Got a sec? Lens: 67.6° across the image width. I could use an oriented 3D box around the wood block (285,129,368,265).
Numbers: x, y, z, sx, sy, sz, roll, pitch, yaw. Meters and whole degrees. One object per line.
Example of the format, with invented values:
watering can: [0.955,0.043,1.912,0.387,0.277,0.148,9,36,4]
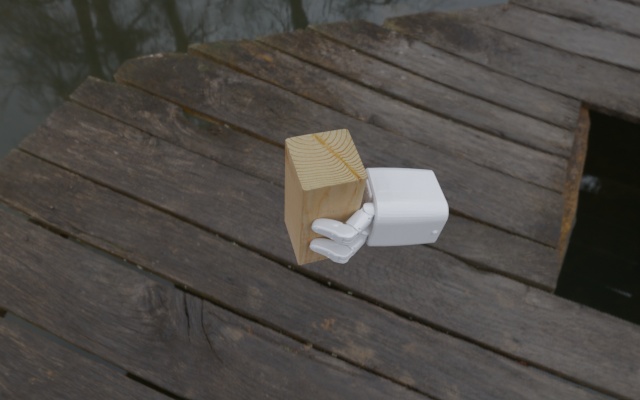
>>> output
wood block: [0.000,0.002,0.705,0.090,0.090,0.206,-12,-33,-12]
